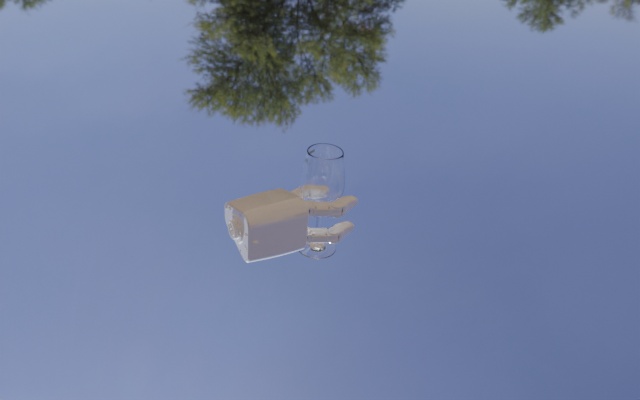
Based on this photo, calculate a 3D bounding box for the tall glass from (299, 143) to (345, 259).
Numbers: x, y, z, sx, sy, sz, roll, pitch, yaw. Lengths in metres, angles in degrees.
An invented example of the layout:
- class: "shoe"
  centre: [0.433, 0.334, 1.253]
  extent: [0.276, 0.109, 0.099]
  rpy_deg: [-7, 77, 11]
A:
- class: "tall glass"
  centre: [0.000, 0.003, 0.843]
  extent: [0.079, 0.201, 0.079]
  rpy_deg: [4, 32, -3]
